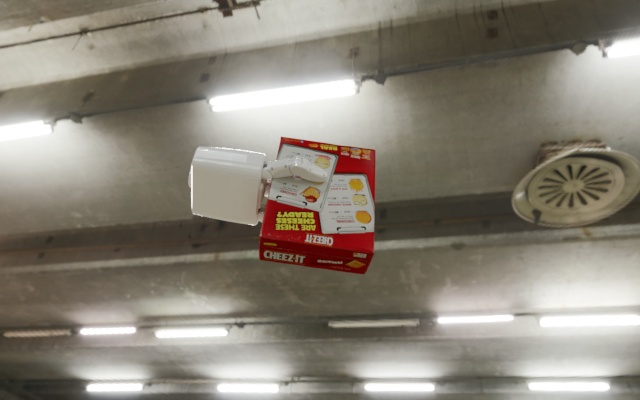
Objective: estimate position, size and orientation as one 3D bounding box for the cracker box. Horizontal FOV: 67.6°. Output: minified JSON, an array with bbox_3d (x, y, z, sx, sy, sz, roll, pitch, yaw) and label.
[{"bbox_3d":[0.000,0.002,0.754,0.164,0.213,0.072,8,-40,-2],"label":"cracker box"}]
